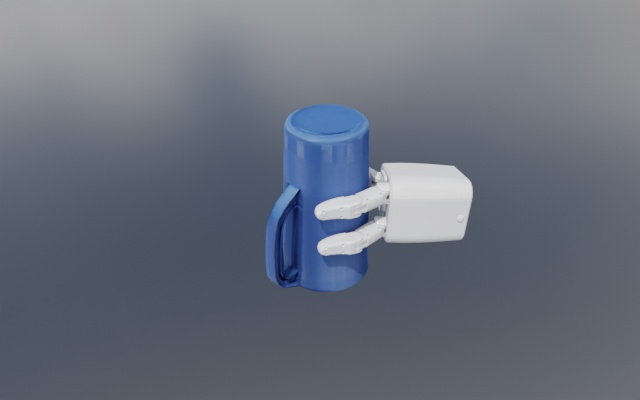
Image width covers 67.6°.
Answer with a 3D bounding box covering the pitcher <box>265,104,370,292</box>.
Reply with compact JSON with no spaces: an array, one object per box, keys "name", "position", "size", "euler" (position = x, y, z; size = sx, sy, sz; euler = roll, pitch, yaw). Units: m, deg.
[{"name":"pitcher","position":[0.000,0.002,0.656],"size":[0.145,0.243,0.149],"euler":[1,34,1]}]
